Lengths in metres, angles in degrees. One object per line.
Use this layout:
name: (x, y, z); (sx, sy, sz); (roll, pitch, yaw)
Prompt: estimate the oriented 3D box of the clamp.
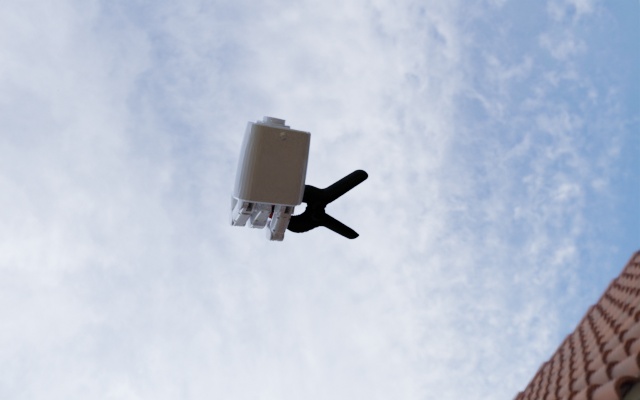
clamp: (0.000, 0.002, 0.745); (0.171, 0.120, 0.039); (4, 15, -29)
